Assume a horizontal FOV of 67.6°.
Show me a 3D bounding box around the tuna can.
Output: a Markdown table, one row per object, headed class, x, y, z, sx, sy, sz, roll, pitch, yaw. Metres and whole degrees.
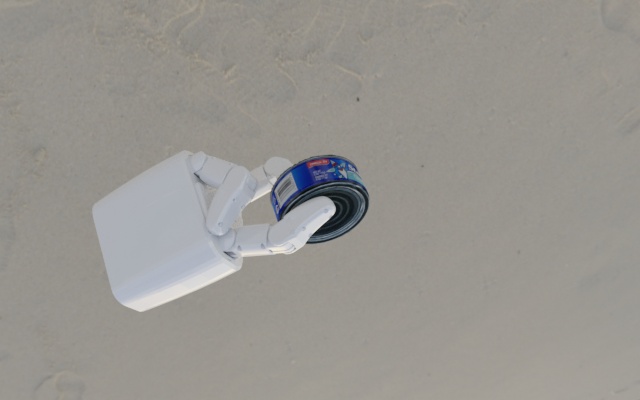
| class | x | y | z | sx | sy | sz | roll | pitch | yaw |
| --- | --- | --- | --- | --- | --- | --- | --- | --- | --- |
| tuna can | 0.000 | 0.002 | 0.429 | 0.086 | 0.033 | 0.086 | -13 | -39 | -11 |
